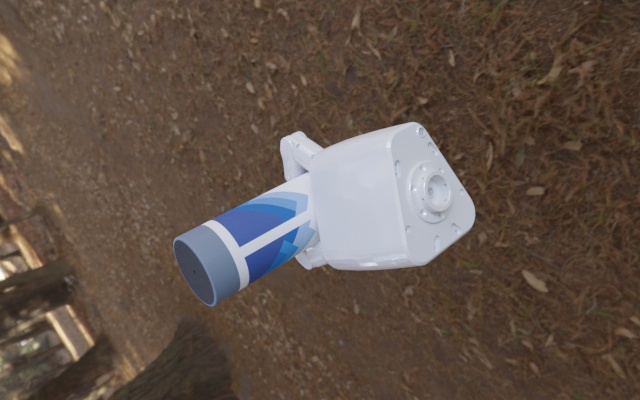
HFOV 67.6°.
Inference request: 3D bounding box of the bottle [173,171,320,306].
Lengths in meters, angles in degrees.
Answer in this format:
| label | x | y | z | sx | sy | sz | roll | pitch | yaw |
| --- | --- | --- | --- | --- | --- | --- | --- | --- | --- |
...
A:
| label | x | y | z | sx | sy | sz | roll | pitch | yaw |
| --- | --- | --- | --- | --- | --- | --- | --- | --- | --- |
| bottle | 0.000 | 0.002 | 0.484 | 0.295 | 0.069 | 0.069 | -29 | 17 | -33 |
